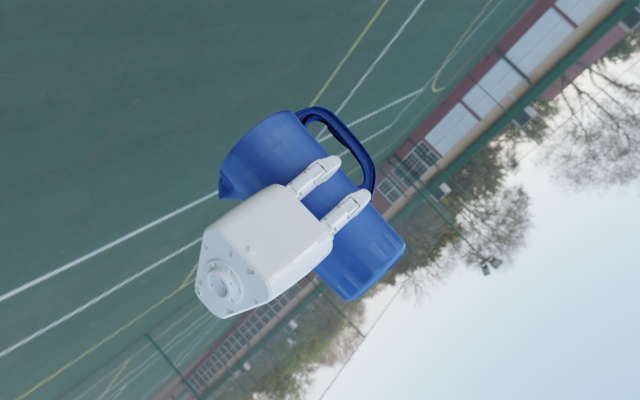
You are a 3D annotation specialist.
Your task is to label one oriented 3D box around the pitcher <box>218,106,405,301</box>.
[{"bbox_3d":[0.000,0.002,0.627,0.149,0.243,0.145,-49,-9,37],"label":"pitcher"}]
